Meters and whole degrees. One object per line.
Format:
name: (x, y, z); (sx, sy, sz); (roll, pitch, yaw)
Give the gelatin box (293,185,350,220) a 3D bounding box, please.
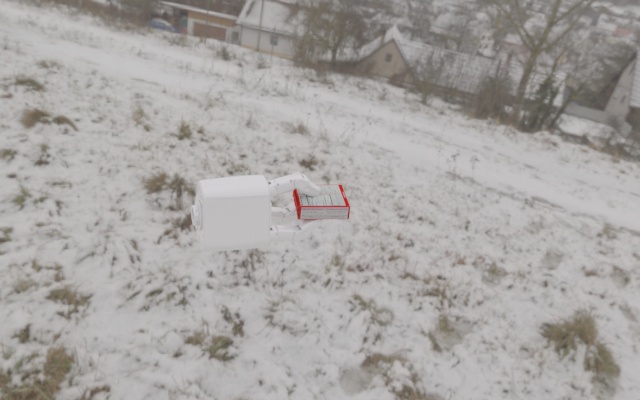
gelatin box: (0.001, 0.002, 0.820); (0.089, 0.030, 0.073); (-1, 31, -10)
